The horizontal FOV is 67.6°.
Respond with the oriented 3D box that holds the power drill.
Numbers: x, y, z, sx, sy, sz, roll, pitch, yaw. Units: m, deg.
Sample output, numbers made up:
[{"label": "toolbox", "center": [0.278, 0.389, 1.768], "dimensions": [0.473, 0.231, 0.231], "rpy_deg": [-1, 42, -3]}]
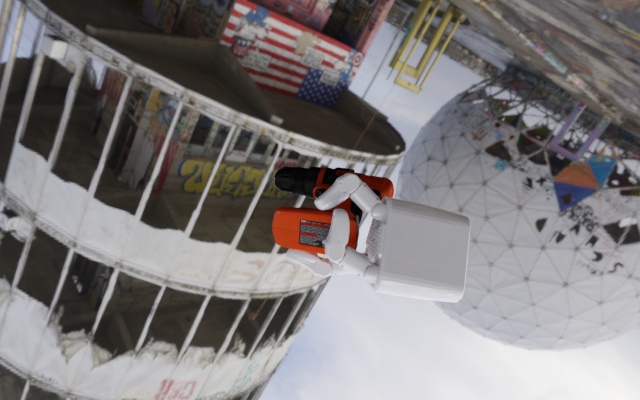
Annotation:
[{"label": "power drill", "center": [0.000, 0.002, 0.658], "dimensions": [0.184, 0.057, 0.187], "rpy_deg": [7, 25, 14]}]
